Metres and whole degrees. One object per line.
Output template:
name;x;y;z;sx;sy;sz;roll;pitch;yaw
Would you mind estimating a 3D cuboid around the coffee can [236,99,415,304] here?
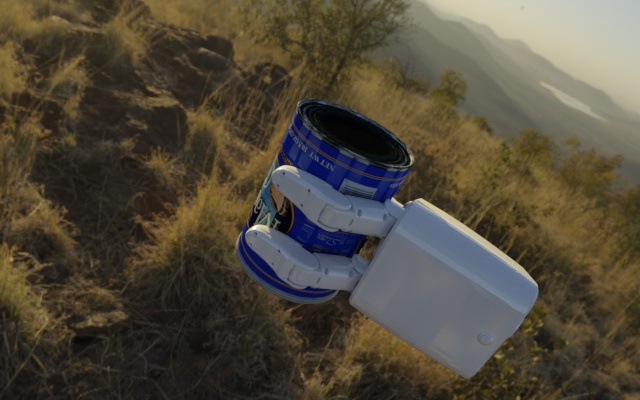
coffee can;0.000;0.001;0.403;0.103;0.140;0.102;22;27;-12
